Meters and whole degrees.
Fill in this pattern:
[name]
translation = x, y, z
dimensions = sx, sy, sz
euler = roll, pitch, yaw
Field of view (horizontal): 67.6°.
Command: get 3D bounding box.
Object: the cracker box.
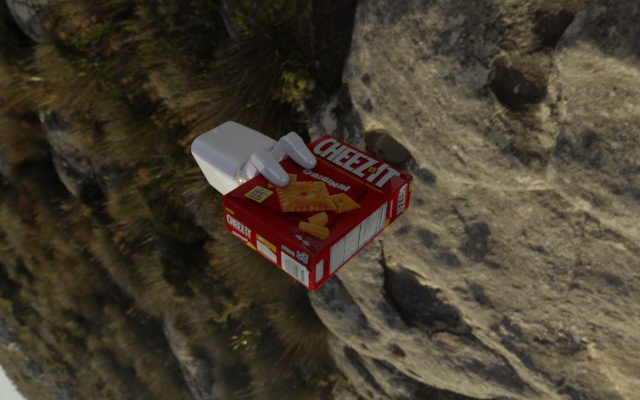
[cracker box]
translation = 0.000, 0.002, 0.659
dimensions = 0.164, 0.072, 0.213
euler = 31, 48, 29
